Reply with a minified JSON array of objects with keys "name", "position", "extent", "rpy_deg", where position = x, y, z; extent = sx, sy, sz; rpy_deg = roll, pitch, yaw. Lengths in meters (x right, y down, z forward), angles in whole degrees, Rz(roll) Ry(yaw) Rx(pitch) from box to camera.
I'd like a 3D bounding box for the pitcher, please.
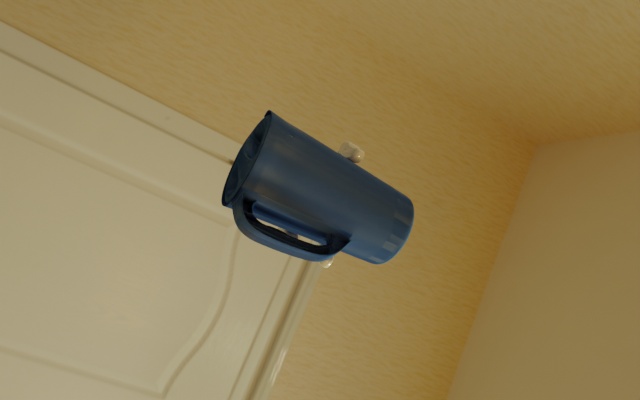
[{"name":"pitcher","position":[0.000,0.002,0.631],"extent":[0.243,0.149,0.145],"rpy_deg":[27,0,-20]}]
